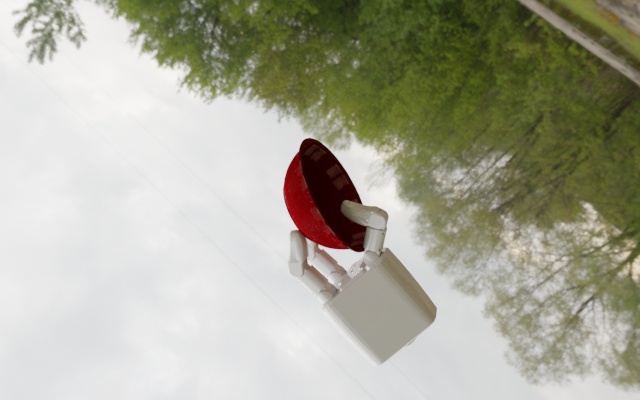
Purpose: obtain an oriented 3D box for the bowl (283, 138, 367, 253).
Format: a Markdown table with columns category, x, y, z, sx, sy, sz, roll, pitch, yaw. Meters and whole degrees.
| category | x | y | z | sx | sy | sz | roll | pitch | yaw |
| --- | --- | --- | --- | --- | --- | --- | --- | --- | --- |
| bowl | -0.001 | 0.001 | 0.619 | 0.055 | 0.162 | 0.162 | -27 | -11 | 22 |
